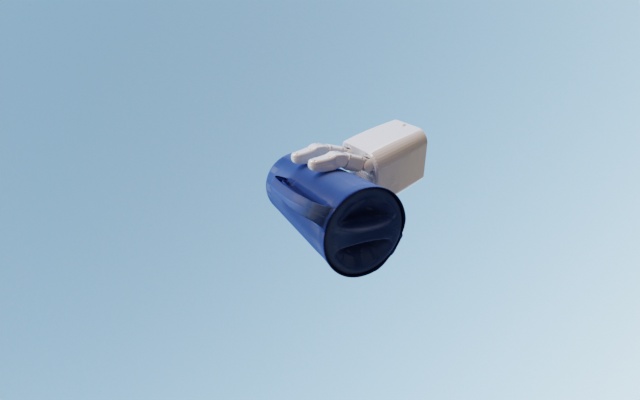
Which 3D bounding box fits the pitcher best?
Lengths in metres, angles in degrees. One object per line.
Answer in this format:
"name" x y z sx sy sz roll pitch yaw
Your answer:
"pitcher" 0.000 0.002 0.730 0.145 0.149 0.242 -27 31 -19
